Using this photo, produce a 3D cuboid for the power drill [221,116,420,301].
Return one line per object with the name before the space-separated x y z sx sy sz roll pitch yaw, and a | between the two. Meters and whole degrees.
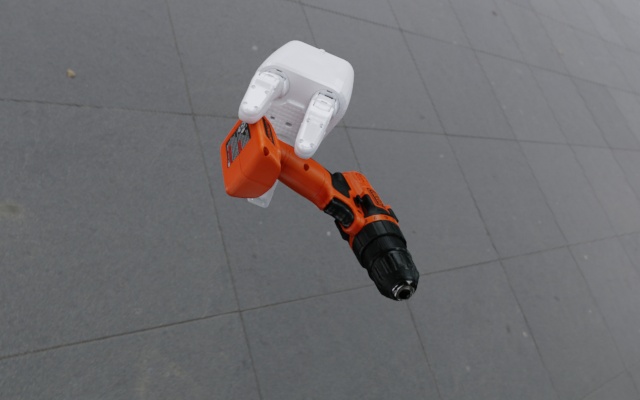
power drill | 0.000 0.001 0.448 0.188 0.057 0.184 32 18 -30
